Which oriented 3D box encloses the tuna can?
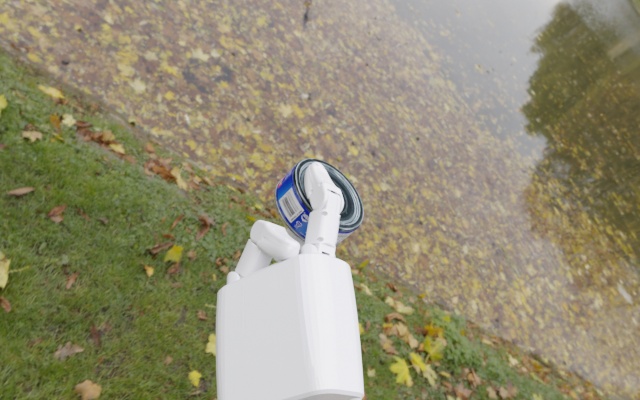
[{"bbox_3d":[0.000,0.001,0.462,0.086,0.086,0.034,0,-34,-46],"label":"tuna can"}]
